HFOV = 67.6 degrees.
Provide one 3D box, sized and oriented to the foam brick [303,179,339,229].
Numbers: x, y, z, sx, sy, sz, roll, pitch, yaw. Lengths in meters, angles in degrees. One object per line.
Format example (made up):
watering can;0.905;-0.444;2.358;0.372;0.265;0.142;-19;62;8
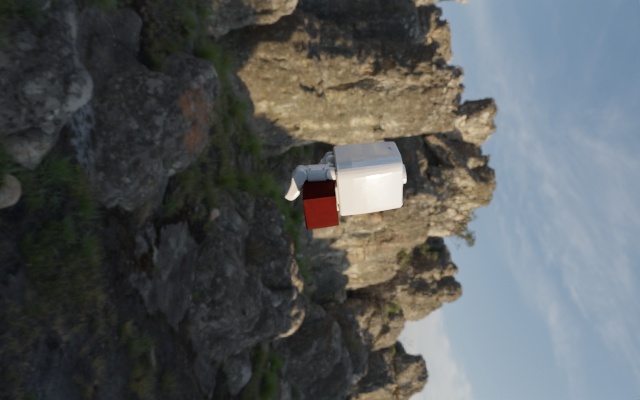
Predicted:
foam brick;0.000;0.003;0.750;0.051;0.053;0.078;-5;26;1
